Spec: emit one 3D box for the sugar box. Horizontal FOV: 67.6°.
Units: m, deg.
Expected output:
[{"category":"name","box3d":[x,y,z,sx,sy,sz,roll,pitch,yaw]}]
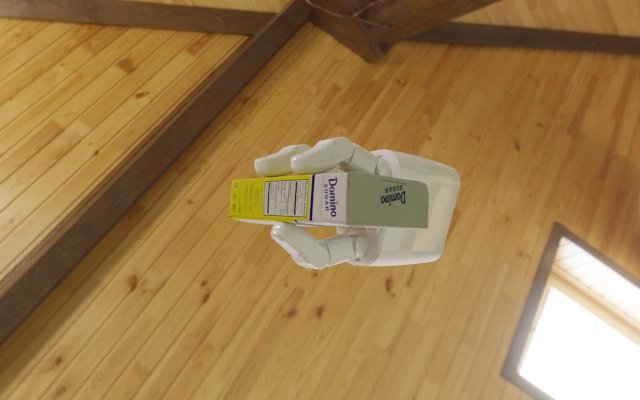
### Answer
[{"category":"sugar box","box3d":[0.000,0.001,0.431,0.093,0.048,0.176,5,-6,-39]}]
